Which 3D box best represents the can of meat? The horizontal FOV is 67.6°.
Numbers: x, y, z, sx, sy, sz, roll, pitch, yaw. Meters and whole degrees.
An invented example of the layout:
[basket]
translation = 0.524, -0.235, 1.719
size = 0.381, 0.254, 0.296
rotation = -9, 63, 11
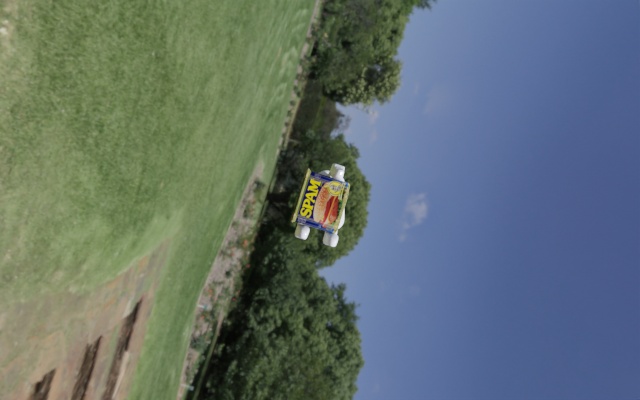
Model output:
[can of meat]
translation = 0.000, 0.003, 0.874
size = 0.084, 0.102, 0.057
rotation = 18, -4, -6
